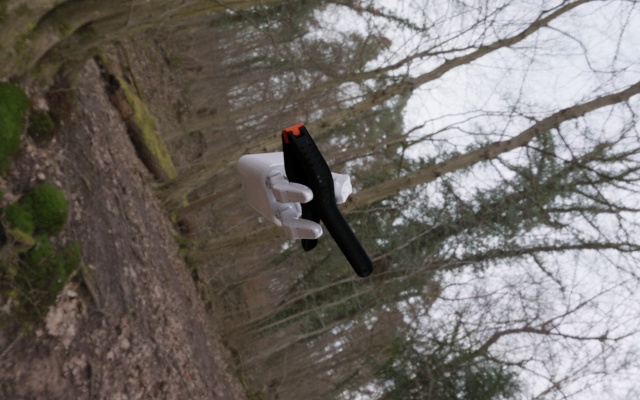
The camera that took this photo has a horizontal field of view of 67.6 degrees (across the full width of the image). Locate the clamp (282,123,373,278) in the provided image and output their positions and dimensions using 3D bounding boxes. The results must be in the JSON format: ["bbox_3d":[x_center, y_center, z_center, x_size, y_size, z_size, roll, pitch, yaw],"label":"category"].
[{"bbox_3d":[0.001,0.001,0.639,0.036,0.210,0.164,-27,27,-26],"label":"clamp"}]
